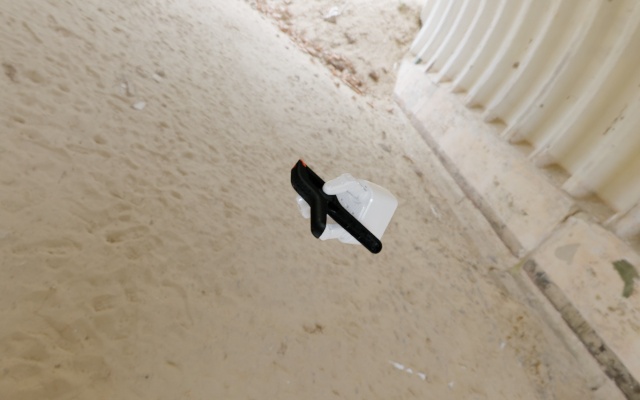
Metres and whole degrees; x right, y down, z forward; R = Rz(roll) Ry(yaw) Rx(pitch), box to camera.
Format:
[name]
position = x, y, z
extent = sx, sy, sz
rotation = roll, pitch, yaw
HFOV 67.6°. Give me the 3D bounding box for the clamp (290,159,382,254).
[clamp]
position = 0.000, 0.002, 0.785
extent = 0.164, 0.036, 0.210
rotation = 16, 30, -54
